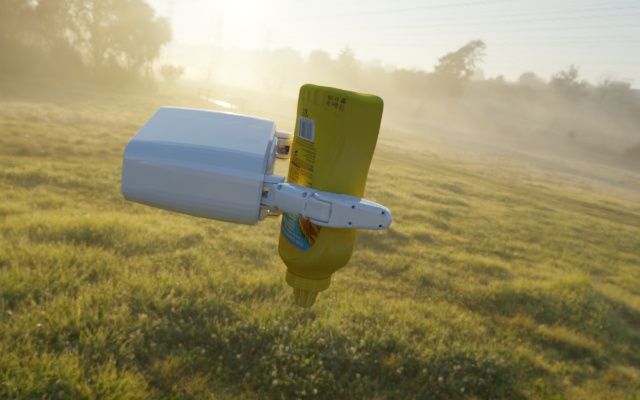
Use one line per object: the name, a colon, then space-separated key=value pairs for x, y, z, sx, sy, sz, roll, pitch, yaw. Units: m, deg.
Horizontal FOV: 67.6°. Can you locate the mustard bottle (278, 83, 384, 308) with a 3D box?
mustard bottle: x=0.000 y=0.001 z=0.409 sx=0.058 sy=0.192 sz=0.096 roll=3 pitch=15 yaw=-28
